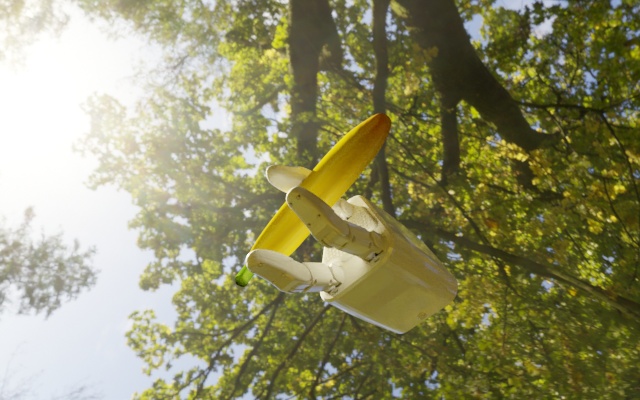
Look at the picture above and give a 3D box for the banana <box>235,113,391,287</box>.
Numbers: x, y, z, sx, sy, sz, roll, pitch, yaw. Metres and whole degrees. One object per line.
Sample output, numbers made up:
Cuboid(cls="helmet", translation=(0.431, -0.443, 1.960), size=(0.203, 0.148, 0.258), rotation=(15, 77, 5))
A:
Cuboid(cls="banana", translation=(-0.004, 0.000, 0.444), size=(0.037, 0.198, 0.069), rotation=(39, 5, -13))
